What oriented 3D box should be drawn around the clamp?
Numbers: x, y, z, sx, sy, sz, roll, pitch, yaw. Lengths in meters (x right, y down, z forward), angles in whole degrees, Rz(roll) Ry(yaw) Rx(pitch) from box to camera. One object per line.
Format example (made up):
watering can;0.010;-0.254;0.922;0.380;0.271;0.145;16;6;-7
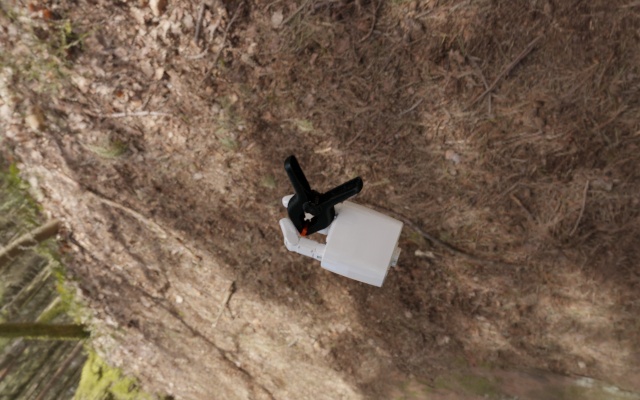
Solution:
clamp;0.000;0.003;0.755;0.120;0.039;0.172;17;-36;9
